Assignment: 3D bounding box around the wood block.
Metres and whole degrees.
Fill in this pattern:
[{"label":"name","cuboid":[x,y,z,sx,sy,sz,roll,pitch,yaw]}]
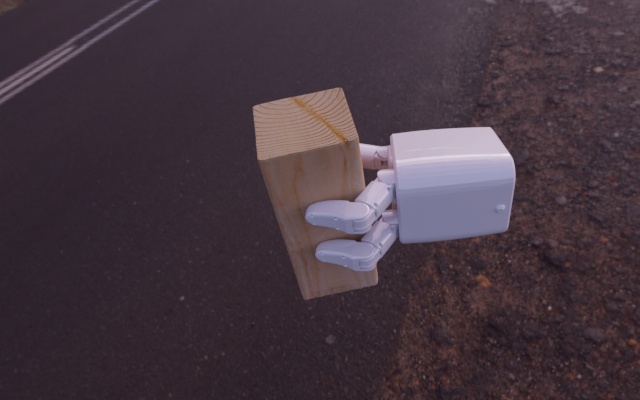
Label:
[{"label":"wood block","cuboid":[0.000,0.001,0.499,0.090,0.206,0.090,-12,43,1]}]
